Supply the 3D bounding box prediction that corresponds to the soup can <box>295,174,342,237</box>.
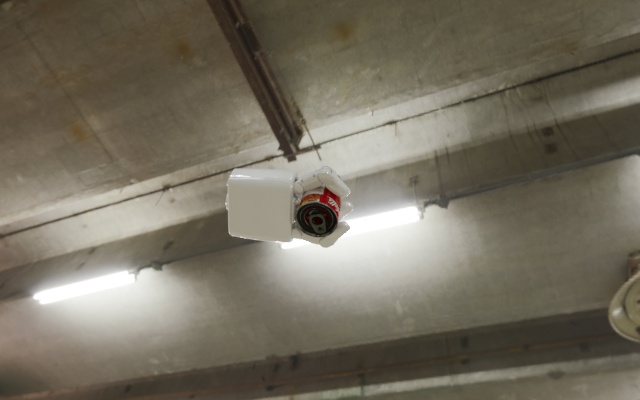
[{"bbox_3d":[0.001,0.002,0.779,0.068,0.068,0.102,0,34,10],"label":"soup can"}]
